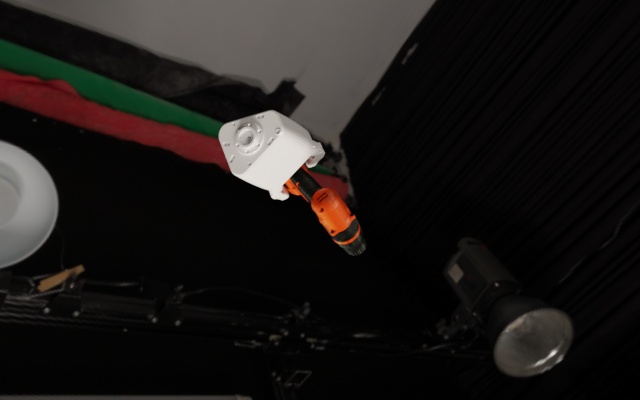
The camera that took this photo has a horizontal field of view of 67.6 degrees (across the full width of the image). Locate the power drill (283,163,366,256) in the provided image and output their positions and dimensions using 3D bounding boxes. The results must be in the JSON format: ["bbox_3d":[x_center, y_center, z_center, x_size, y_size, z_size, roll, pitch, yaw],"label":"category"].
[{"bbox_3d":[0.000,0.002,0.836,0.187,0.057,0.184,45,-8,38],"label":"power drill"}]
